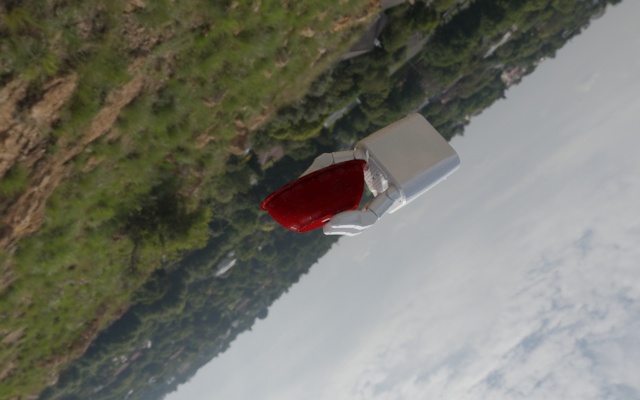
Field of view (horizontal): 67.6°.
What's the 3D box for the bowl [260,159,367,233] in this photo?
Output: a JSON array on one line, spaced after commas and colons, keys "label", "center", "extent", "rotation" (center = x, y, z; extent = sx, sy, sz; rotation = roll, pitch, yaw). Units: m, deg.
[{"label": "bowl", "center": [-0.001, 0.003, 0.663], "extent": [0.162, 0.055, 0.162], "rotation": [-23, -9, -4]}]
